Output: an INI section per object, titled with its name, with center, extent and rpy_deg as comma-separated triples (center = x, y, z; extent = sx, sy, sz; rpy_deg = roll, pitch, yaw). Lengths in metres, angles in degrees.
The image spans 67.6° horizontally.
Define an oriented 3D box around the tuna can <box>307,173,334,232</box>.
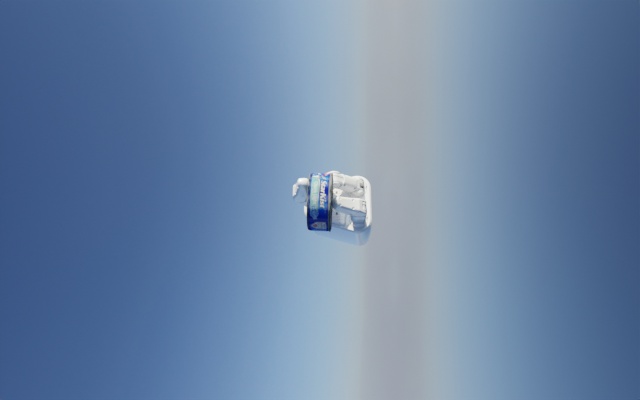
[tuna can]
center = 0.000, 0.002, 0.695
extent = 0.034, 0.086, 0.086
rpy_deg = 2, 0, 4
